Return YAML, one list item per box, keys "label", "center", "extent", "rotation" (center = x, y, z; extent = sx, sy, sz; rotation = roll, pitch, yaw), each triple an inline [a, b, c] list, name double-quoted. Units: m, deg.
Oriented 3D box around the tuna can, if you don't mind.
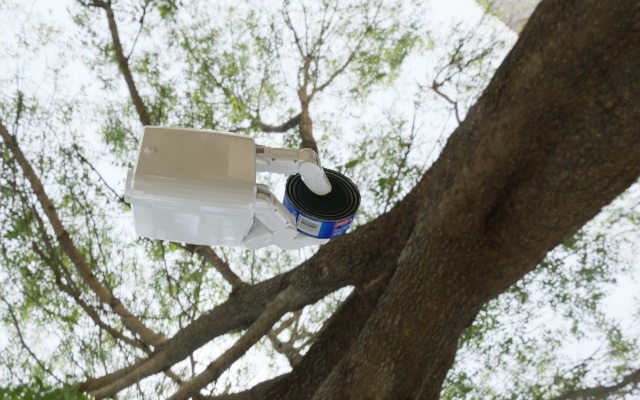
- label: "tuna can"
  center: [0.000, 0.002, 0.537]
  extent: [0.086, 0.034, 0.086]
  rotation: [9, 43, -8]
